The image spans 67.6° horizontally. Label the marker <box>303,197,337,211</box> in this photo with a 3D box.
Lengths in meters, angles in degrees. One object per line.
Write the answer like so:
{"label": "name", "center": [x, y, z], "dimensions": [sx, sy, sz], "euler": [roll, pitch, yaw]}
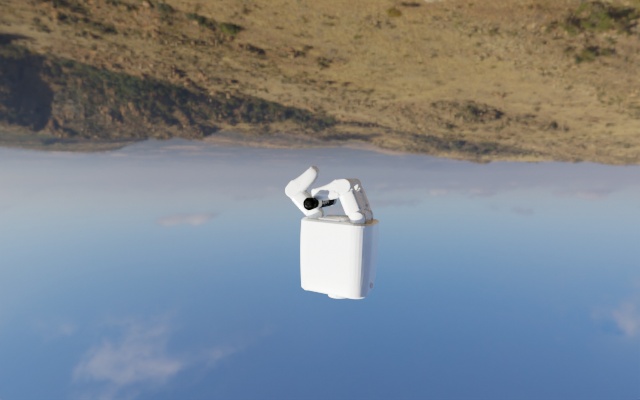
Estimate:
{"label": "marker", "center": [0.000, 0.002, 0.717], "dimensions": [0.020, 0.020, 0.121], "euler": [0, 3, 17]}
